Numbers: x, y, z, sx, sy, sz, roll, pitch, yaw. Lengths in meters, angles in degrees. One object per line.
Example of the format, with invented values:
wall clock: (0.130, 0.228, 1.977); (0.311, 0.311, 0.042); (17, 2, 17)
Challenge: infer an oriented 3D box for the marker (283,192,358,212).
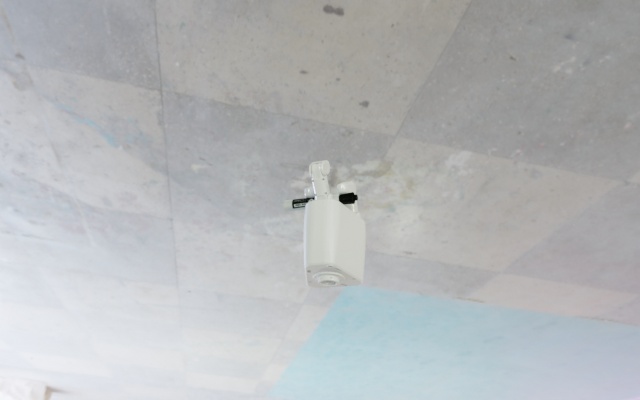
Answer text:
marker: (0.000, 0.002, 0.758); (0.121, 0.020, 0.020); (-7, -2, 17)
